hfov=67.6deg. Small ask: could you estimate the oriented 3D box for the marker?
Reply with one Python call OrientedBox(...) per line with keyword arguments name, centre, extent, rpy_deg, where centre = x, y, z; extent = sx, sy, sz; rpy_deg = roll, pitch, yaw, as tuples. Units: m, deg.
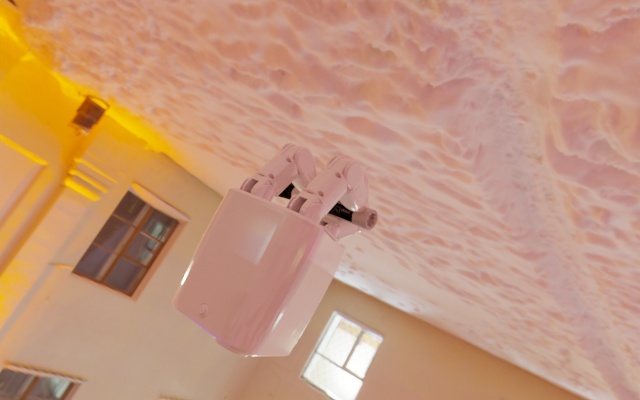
OrientedBox(name="marker", centre=(0.000, 0.001, 0.453), extent=(0.121, 0.020, 0.020), rpy_deg=(20, 12, 38))
